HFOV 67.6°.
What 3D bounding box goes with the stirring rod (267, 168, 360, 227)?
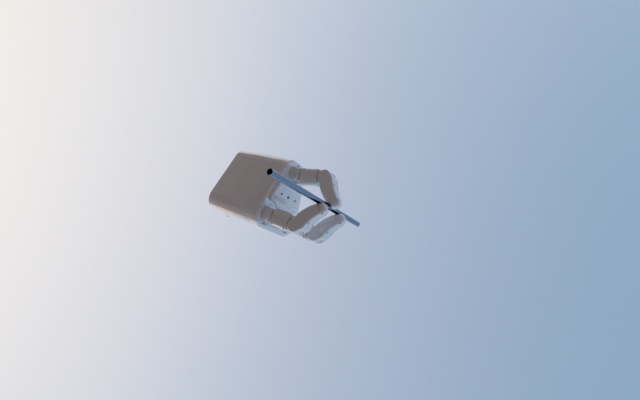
[{"bbox_3d":[0.000,0.002,0.637,0.011,0.011,0.239,0,-17,30],"label":"stirring rod"}]
